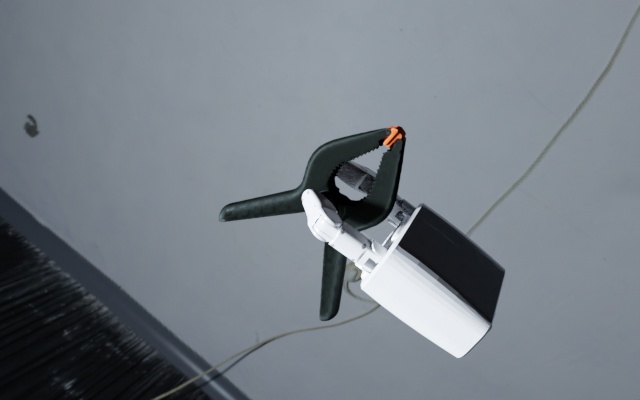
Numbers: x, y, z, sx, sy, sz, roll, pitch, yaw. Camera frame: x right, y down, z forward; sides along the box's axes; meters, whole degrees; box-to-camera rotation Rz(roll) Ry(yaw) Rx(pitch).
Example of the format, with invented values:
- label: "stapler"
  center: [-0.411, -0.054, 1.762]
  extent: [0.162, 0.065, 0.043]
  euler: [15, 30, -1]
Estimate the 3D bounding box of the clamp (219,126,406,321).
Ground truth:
- label: "clamp"
  center: [0.000, 0.001, 0.476]
  extent: [0.164, 0.210, 0.036]
  euler: [37, 21, 5]
